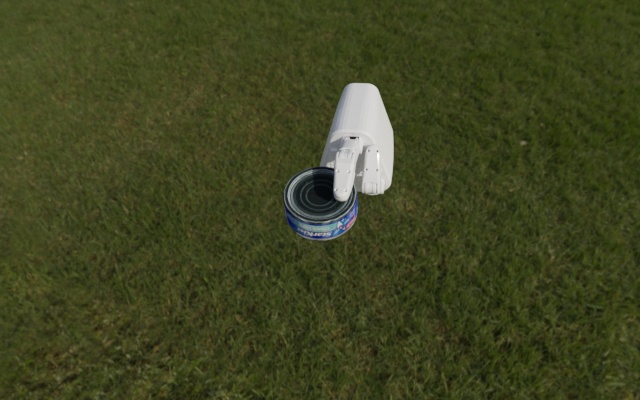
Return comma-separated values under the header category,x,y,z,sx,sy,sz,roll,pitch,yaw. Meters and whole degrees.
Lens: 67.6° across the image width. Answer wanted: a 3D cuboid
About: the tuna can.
category,x,y,z,sx,sy,sz,roll,pitch,yaw
tuna can,0.000,0.001,0.551,0.086,0.086,0.034,0,-38,3
